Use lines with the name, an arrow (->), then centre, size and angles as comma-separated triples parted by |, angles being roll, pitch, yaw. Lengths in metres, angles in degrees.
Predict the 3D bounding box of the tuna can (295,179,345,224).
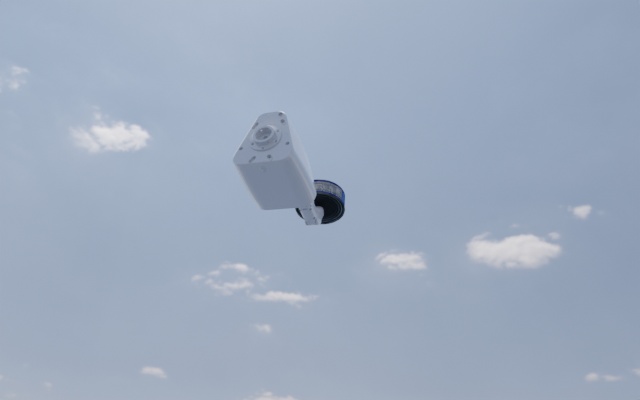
tuna can -> 0.000, 0.002, 0.828 | 0.086, 0.033, 0.086 | 3, -39, 2
